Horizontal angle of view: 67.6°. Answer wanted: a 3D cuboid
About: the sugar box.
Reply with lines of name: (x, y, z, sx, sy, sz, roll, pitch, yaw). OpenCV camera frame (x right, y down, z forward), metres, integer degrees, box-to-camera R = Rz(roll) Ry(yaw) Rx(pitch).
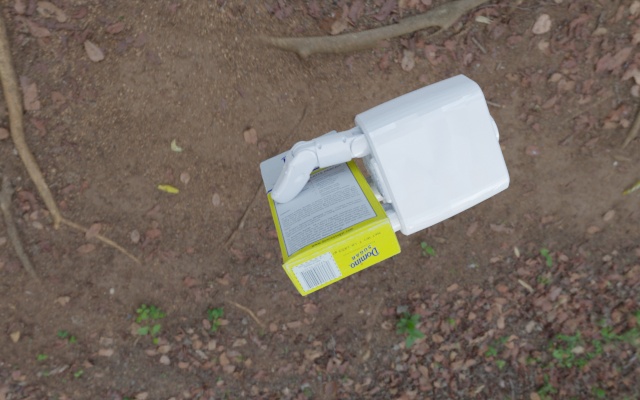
sugar box: (0.000, 0.002, 0.454, 0.093, 0.048, 0.176, -24, 32, 2)
